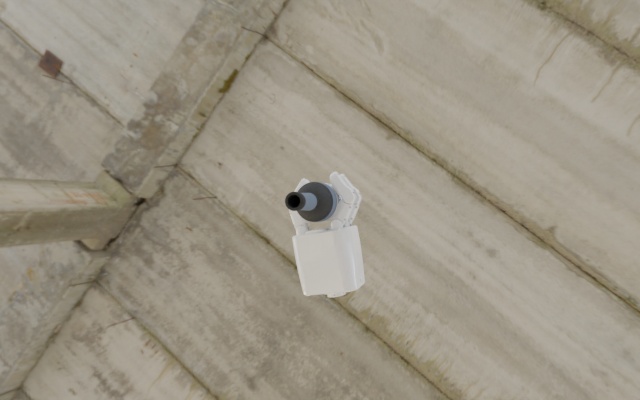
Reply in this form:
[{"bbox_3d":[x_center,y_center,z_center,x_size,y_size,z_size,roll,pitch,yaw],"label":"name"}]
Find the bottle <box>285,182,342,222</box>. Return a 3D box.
[{"bbox_3d":[0.000,0.003,0.814,0.069,0.069,0.296,0,-1,15],"label":"bottle"}]
